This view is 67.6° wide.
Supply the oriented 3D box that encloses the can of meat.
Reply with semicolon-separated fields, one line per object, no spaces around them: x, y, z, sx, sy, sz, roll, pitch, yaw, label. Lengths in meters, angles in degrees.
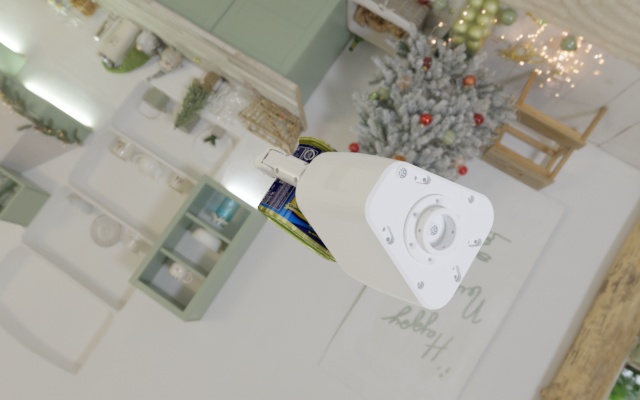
0.000;0.002;0.466;0.102;0.084;0.057;38;-11;-29;can of meat
